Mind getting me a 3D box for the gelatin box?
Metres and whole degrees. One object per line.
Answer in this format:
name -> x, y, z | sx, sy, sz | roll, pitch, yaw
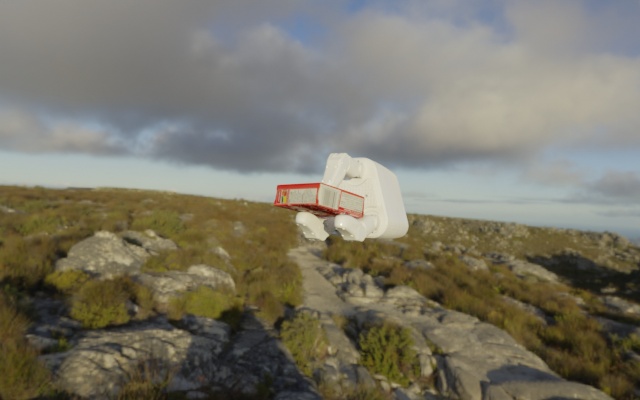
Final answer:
gelatin box -> 0.000, 0.001, 0.589 | 0.073, 0.030, 0.089 | 0, -11, 42
